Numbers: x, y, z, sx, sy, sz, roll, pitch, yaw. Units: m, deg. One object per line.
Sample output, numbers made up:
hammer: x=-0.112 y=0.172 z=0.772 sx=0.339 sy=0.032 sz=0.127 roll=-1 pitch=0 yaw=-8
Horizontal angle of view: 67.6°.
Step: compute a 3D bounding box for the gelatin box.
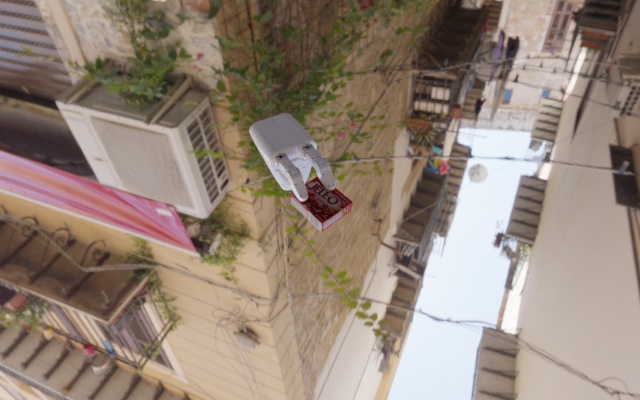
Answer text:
gelatin box: x=0.000 y=0.003 z=0.845 sx=0.073 sy=0.030 sz=0.089 roll=-34 pitch=59 yaw=-26
